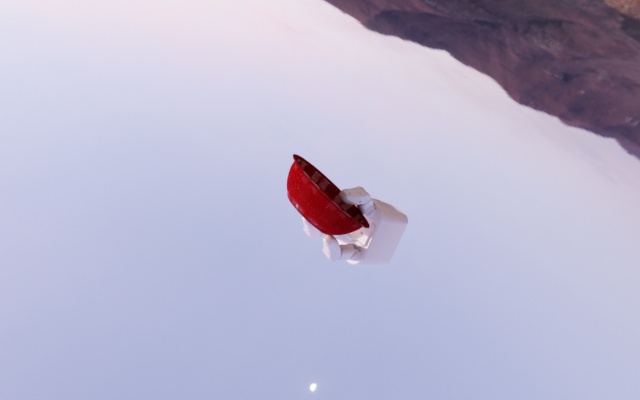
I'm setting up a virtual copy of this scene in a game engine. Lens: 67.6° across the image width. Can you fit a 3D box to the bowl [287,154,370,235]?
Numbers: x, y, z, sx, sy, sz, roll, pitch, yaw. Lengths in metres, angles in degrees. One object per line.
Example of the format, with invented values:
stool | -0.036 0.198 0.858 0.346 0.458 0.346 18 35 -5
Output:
bowl | -0.001 0.002 0.736 0.162 0.055 0.162 43 9 -8
